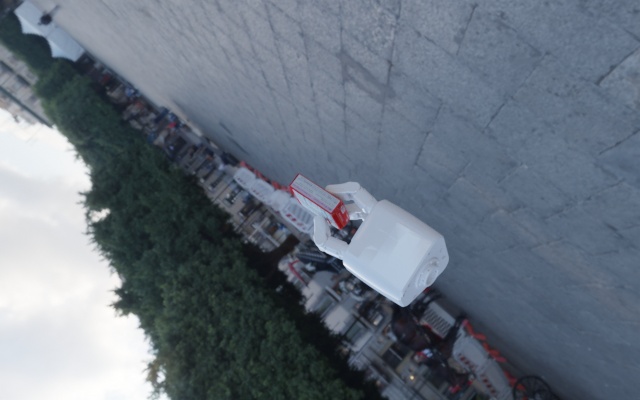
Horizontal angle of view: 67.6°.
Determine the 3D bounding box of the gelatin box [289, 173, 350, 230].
[{"bbox_3d":[0.000,0.003,0.746,0.089,0.030,0.073,32,-12,22],"label":"gelatin box"}]
